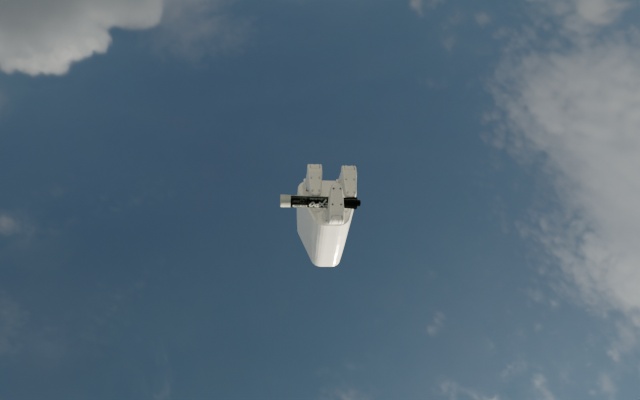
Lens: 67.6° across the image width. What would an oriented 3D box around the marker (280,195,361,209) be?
[{"bbox_3d":[0.000,0.002,0.718,0.121,0.020,0.020,2,0,-6],"label":"marker"}]
